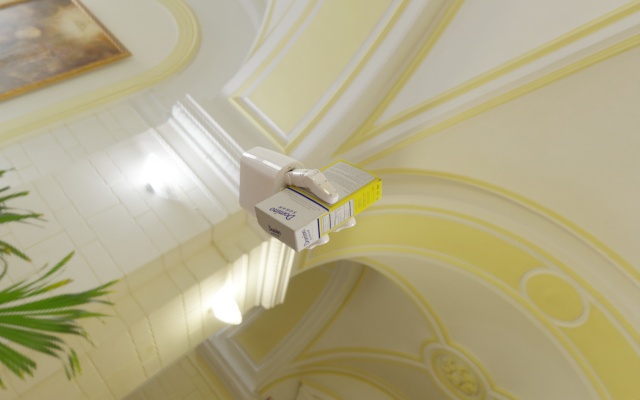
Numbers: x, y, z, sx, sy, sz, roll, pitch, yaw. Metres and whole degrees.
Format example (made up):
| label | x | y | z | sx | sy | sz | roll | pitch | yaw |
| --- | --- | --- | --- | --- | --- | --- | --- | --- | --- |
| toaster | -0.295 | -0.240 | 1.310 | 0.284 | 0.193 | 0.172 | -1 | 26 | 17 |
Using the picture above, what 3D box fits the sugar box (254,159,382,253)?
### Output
| label | x | y | z | sx | sy | sz | roll | pitch | yaw |
| --- | --- | --- | --- | --- | --- | --- | --- | --- | --- |
| sugar box | 0.000 | 0.003 | 0.712 | 0.176 | 0.048 | 0.093 | -32 | 43 | -30 |
